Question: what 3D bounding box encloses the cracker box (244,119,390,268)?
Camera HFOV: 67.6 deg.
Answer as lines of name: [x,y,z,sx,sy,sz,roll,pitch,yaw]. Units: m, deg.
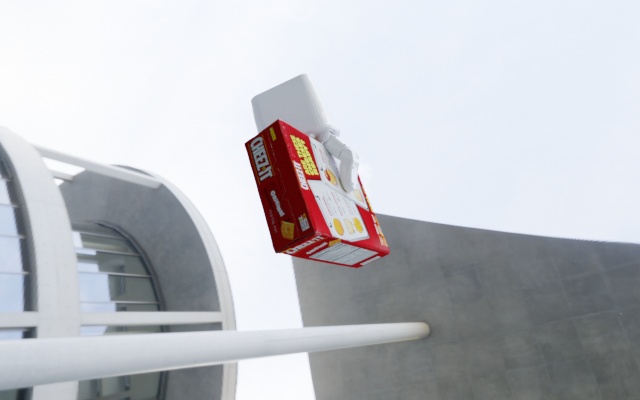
cracker box: [0.000,0.002,0.667,0.072,0.164,0.214,-30,-26,23]
